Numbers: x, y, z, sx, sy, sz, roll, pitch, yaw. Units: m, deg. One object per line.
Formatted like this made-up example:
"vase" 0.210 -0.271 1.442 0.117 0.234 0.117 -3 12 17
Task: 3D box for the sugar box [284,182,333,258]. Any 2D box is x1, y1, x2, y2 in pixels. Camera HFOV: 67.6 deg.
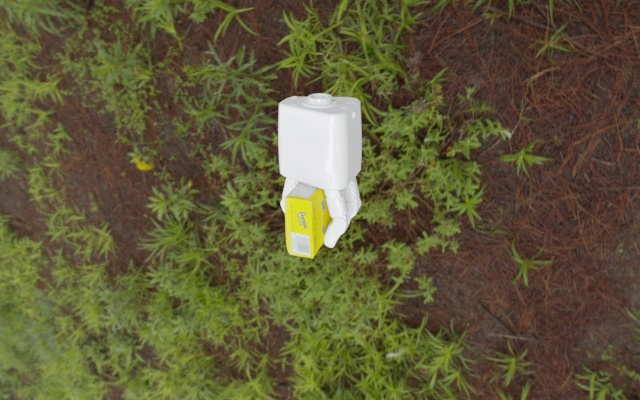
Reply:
"sugar box" 0.001 0.002 0.722 0.048 0.093 0.176 10 28 20
